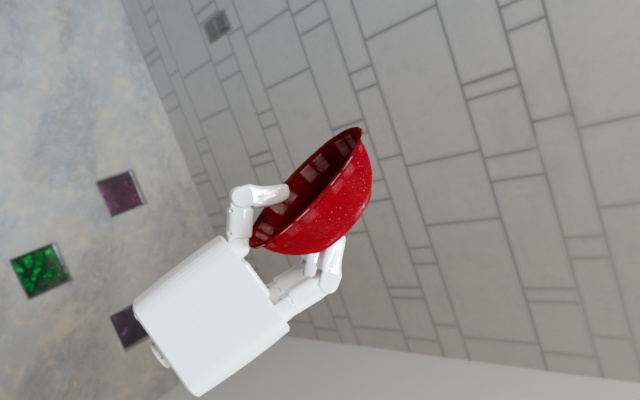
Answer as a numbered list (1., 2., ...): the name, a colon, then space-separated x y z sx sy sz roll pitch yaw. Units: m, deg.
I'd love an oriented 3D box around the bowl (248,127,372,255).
1. bowl: 0.001 0.001 0.484 0.055 0.162 0.162 43 -14 -15
